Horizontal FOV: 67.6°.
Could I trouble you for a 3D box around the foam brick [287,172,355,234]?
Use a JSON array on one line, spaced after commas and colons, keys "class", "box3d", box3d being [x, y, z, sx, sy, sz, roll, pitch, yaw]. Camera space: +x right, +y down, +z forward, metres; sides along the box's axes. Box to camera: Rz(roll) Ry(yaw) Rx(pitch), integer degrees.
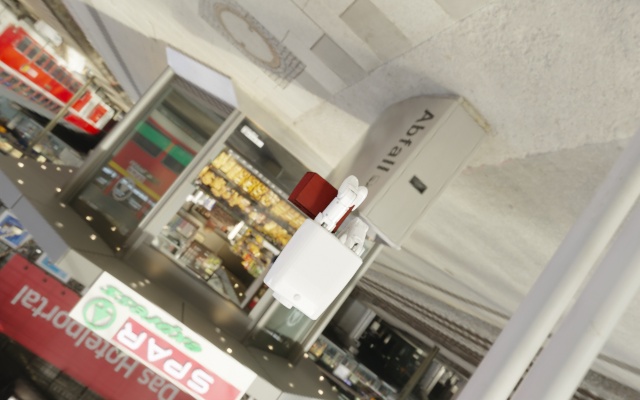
[{"class": "foam brick", "box3d": [0.000, 0.002, 0.684, 0.078, 0.051, 0.053, 40, -7, -12]}]
